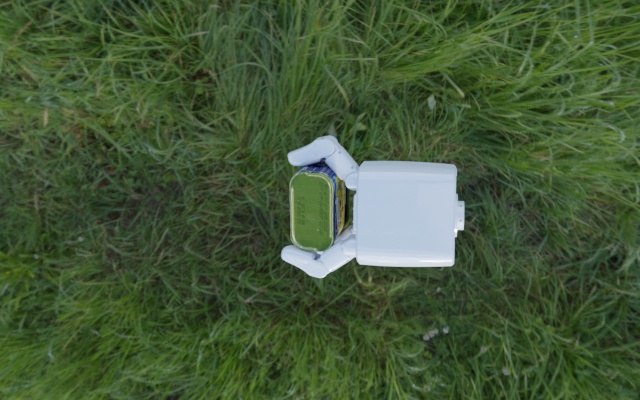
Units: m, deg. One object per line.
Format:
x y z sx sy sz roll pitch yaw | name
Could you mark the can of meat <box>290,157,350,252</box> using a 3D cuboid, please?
0.000 0.002 0.576 0.057 0.102 0.084 4 19 14 | can of meat
